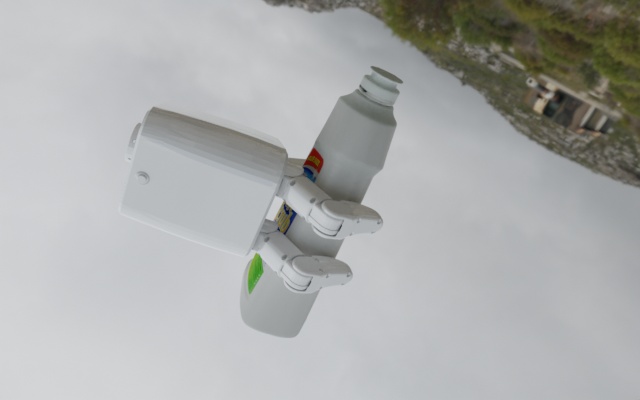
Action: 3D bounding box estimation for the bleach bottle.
[{"bbox_3d":[0.000,0.001,0.423,0.068,0.251,0.102,20,27,-13],"label":"bleach bottle"}]
